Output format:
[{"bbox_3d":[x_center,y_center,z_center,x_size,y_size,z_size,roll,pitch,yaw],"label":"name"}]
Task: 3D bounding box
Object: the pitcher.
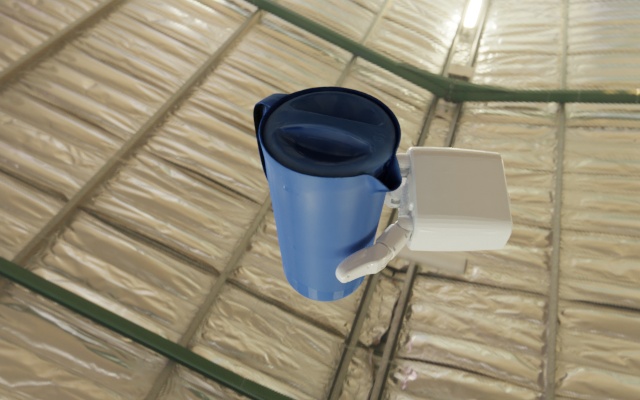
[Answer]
[{"bbox_3d":[0.000,0.002,0.536,0.145,0.149,0.243,-1,-42,-2],"label":"pitcher"}]
